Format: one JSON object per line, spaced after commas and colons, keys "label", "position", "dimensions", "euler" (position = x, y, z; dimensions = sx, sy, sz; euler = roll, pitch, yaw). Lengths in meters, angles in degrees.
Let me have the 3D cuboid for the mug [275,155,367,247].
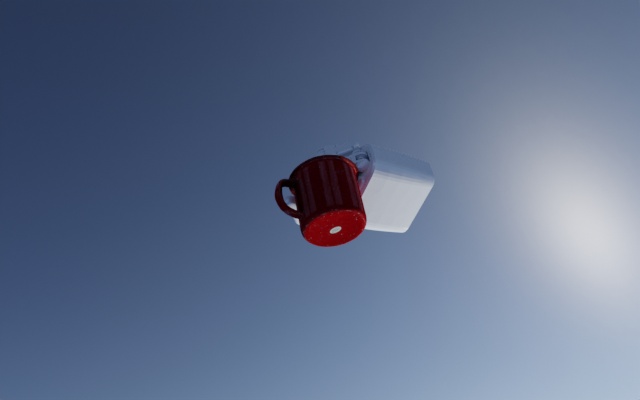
{"label": "mug", "position": [-0.001, 0.002, 0.589], "dimensions": [0.117, 0.081, 0.093], "euler": [10, -43, -26]}
